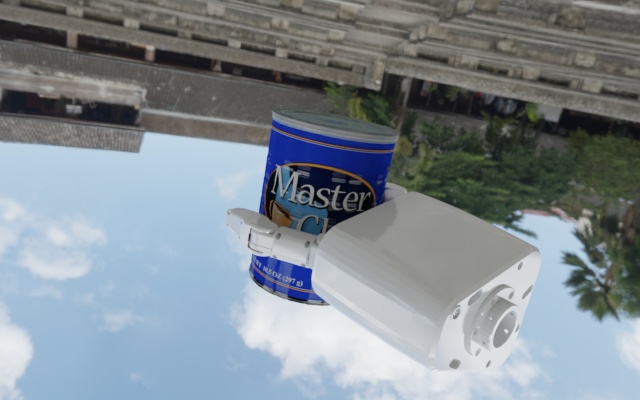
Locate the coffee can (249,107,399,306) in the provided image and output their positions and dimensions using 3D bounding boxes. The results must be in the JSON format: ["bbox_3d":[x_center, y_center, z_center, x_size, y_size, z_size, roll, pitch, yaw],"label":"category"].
[{"bbox_3d":[0.000,0.001,0.403,0.103,0.140,0.102,10,16,-3],"label":"coffee can"}]
